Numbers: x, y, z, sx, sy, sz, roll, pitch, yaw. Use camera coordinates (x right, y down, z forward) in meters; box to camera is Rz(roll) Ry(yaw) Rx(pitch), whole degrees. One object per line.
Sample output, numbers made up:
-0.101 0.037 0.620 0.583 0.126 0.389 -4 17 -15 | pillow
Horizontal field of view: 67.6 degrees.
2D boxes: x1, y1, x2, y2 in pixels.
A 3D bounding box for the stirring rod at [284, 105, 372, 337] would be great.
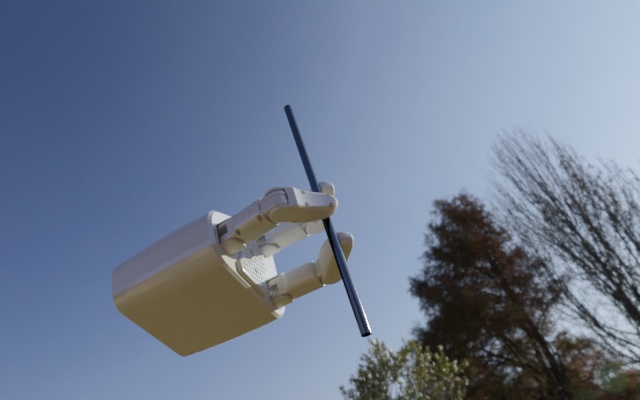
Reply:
0.000 0.001 0.404 0.011 0.239 0.011 -13 -35 -9 | stirring rod
